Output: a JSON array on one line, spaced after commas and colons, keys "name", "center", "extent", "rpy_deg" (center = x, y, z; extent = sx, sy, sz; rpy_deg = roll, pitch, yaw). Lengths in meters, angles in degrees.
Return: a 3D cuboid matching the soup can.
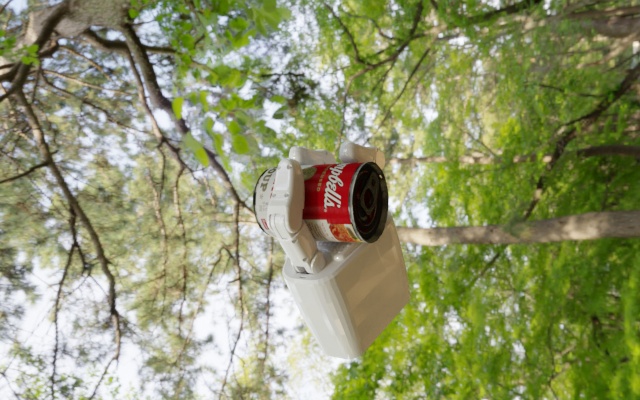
[{"name": "soup can", "center": [0.000, 0.001, 0.421], "extent": [0.102, 0.068, 0.068], "rpy_deg": [0, 0, 33]}]
